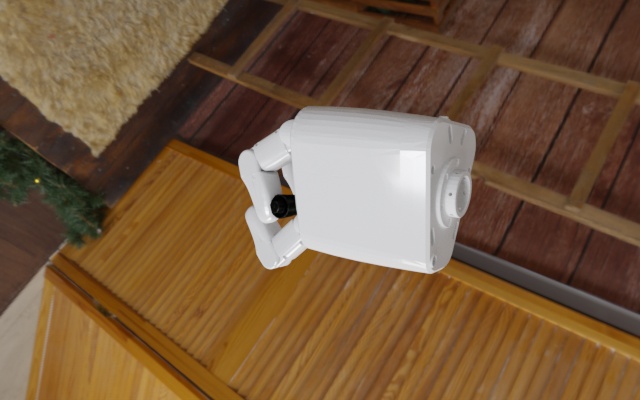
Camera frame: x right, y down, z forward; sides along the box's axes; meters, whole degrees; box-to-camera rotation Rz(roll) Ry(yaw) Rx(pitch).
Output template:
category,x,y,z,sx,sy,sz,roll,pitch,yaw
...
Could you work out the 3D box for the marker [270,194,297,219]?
category,x,y,z,sx,sy,sz,roll,pitch,yaw
marker,0.000,0.001,0.408,0.020,0.020,0.121,0,3,35
